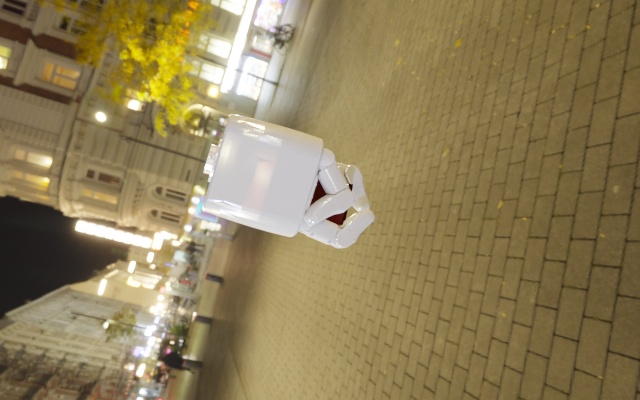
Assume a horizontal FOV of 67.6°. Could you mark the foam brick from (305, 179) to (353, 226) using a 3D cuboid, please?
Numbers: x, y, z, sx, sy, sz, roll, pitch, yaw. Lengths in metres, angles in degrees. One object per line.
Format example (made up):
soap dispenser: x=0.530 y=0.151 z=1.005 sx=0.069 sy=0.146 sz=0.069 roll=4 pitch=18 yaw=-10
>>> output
foam brick: x=0.000 y=0.002 z=0.590 sx=0.051 sy=0.053 sz=0.078 roll=16 pitch=-11 yaw=-13
